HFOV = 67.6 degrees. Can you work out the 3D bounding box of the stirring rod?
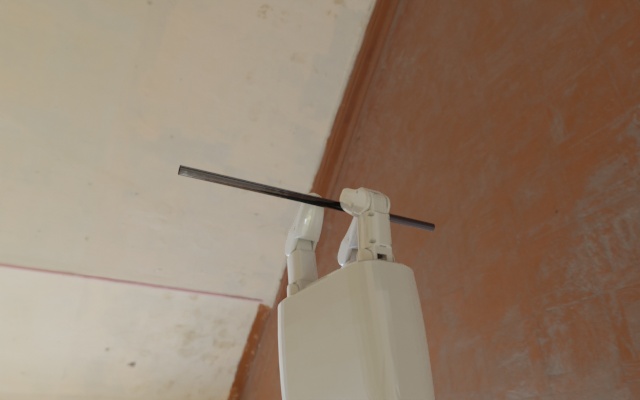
[{"bbox_3d":[0.000,0.001,0.411,0.239,0.011,0.011,13,-5,-24],"label":"stirring rod"}]
